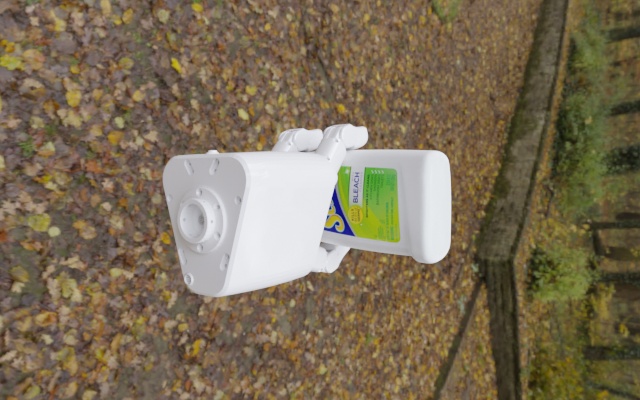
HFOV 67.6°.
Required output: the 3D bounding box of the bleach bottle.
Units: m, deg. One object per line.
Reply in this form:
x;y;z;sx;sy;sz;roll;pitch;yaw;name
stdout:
0.000;0.001;0.485;0.251;0.102;0.068;1;4;34;bleach bottle
